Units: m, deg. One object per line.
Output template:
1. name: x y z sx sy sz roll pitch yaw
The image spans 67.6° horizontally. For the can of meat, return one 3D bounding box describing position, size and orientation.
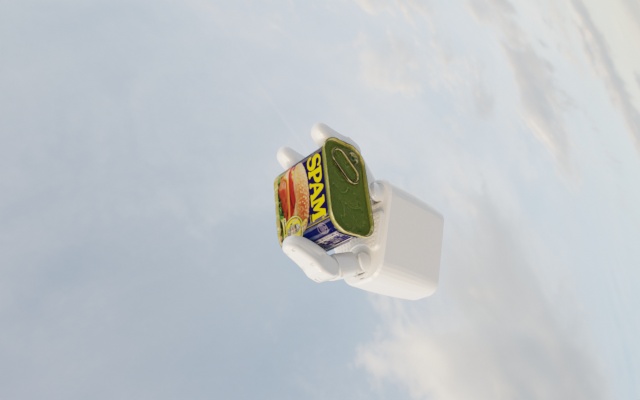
1. can of meat: 0.000 0.002 0.480 0.057 0.102 0.084 18 -34 -39
